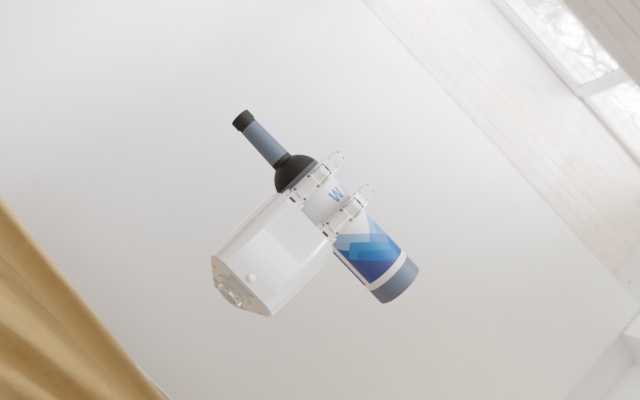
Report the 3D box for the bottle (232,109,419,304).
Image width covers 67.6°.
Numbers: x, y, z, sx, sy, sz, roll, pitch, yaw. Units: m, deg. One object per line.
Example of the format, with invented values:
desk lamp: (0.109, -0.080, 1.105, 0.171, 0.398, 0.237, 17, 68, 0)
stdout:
bottle: (0.000, 0.002, 0.603, 0.069, 0.296, 0.069, -43, 3, 3)
